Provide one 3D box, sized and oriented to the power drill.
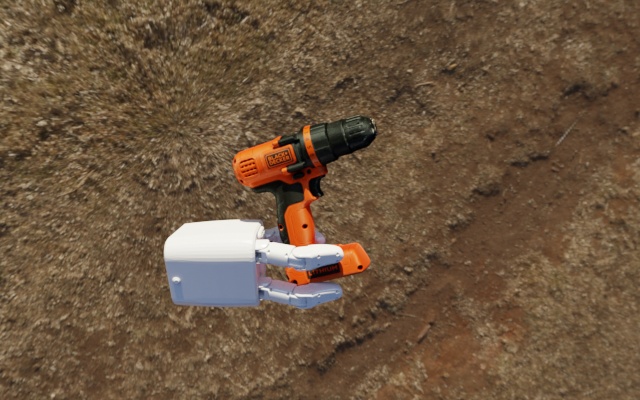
[{"bbox_3d":[0.000,0.002,0.591,0.184,0.187,0.057,-16,5,16],"label":"power drill"}]
